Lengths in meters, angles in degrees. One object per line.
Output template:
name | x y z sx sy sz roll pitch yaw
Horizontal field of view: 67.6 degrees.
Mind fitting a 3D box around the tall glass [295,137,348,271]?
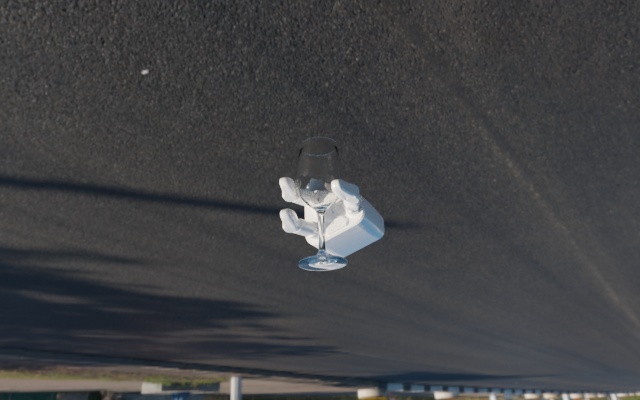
tall glass | 0.000 0.003 0.741 0.079 0.201 0.079 -2 -24 -1
